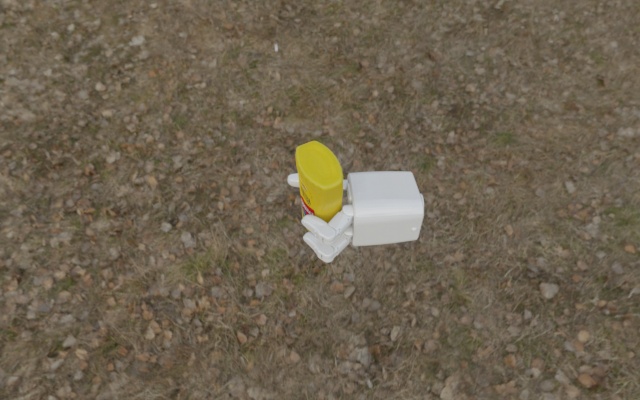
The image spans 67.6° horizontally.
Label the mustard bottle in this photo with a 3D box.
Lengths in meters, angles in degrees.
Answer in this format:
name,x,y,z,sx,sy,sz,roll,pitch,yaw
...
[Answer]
name,x,y,z,sx,sy,sz,roll,pitch,yaw
mustard bottle,0.000,0.002,0.755,0.058,0.096,0.192,-24,-34,-15
